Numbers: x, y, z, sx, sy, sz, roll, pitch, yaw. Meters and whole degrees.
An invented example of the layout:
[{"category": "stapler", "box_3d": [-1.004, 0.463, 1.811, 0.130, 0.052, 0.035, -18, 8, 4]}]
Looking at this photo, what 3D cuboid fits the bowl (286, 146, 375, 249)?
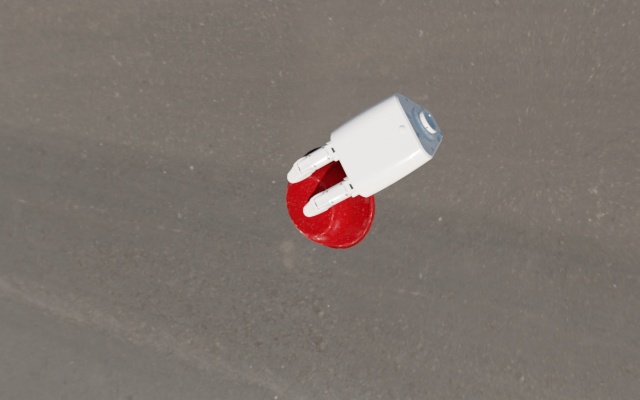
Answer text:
[{"category": "bowl", "box_3d": [-0.001, 0.003, 0.715, 0.162, 0.162, 0.055, 0, 13, 41]}]
